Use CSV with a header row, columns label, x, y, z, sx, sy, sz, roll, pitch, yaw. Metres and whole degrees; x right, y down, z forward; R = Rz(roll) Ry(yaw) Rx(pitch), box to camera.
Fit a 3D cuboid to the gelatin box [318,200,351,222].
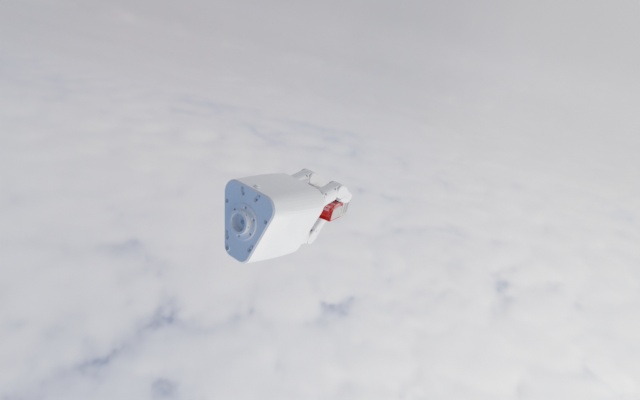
label,x,y,z,sx,sy,sz,roll,pitch,yaw
gelatin box,0.000,0.003,0.767,0.073,0.030,0.089,21,14,17
